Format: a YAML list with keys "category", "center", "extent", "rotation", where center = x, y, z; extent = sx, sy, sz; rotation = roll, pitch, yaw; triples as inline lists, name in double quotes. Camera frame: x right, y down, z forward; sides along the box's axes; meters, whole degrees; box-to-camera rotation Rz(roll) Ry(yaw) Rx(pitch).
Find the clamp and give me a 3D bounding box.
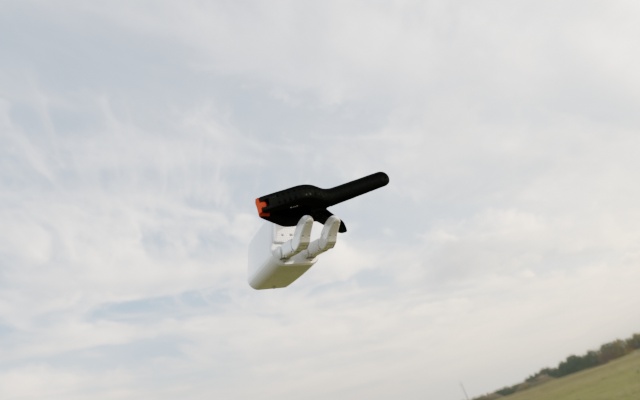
- category: "clamp"
  center: [-0.001, 0.002, 0.764]
  extent: [0.210, 0.036, 0.165]
  rotation: [3, -38, -36]
